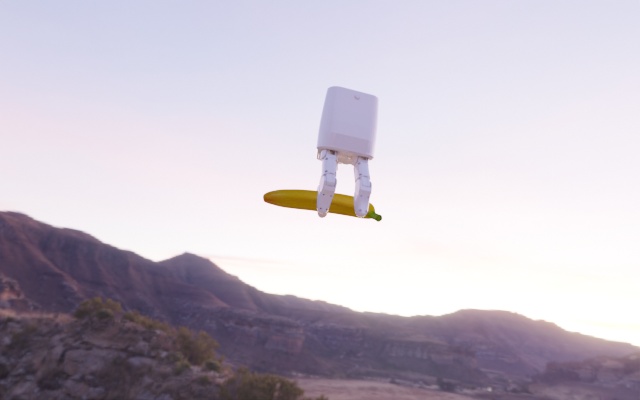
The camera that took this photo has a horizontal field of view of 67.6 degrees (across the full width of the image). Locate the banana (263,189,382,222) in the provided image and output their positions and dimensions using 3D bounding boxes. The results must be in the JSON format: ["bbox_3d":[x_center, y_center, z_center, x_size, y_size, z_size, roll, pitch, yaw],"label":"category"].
[{"bbox_3d":[0.006,0.003,0.799,0.198,0.037,0.069,8,1,7],"label":"banana"}]
